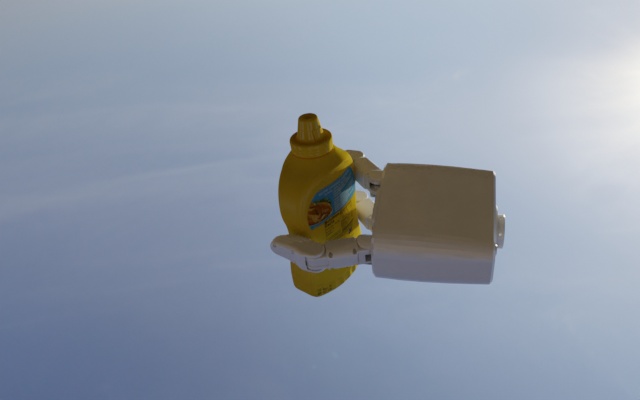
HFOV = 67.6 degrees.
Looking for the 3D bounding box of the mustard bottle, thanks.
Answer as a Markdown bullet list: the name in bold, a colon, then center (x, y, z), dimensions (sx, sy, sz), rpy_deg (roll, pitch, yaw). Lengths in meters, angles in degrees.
- **mustard bottle**: center (0.000, 0.002, 0.490), dimensions (0.058, 0.192, 0.096), rpy_deg (20, 44, 34)
